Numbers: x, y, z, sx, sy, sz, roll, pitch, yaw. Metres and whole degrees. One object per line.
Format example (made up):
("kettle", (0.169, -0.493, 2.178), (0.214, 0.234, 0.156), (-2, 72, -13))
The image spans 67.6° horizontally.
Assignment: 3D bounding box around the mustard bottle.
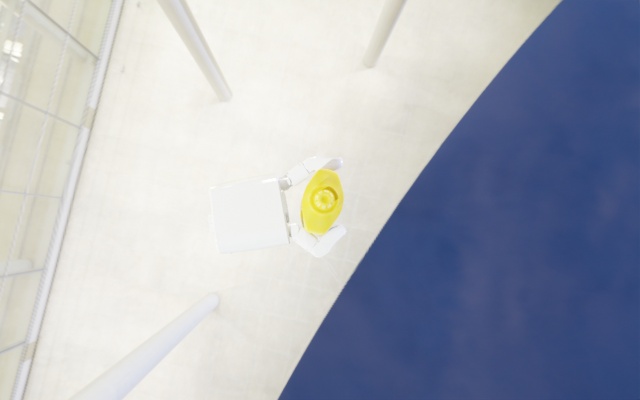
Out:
("mustard bottle", (0.000, 0.002, 0.712), (0.058, 0.096, 0.191), (14, -4, -2))
